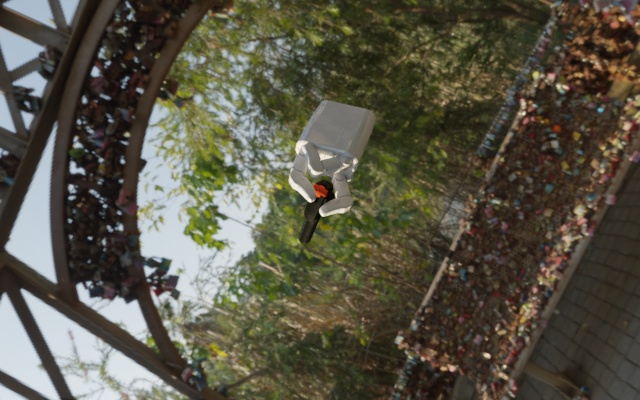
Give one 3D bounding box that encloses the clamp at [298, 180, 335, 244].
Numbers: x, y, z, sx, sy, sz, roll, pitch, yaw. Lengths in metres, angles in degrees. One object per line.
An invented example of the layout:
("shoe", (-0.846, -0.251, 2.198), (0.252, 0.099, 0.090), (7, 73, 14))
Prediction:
("clamp", (0.000, 0.003, 0.883), (0.039, 0.120, 0.171), (24, -27, 2))
